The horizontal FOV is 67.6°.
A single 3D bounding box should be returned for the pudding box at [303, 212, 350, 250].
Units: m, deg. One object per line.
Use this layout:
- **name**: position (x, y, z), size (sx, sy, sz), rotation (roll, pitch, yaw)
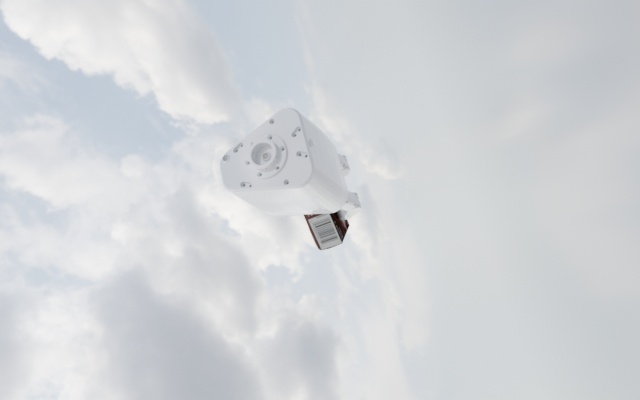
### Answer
- **pudding box**: position (0.000, 0.002, 0.661), size (0.039, 0.113, 0.090), rotation (-19, 9, 14)
